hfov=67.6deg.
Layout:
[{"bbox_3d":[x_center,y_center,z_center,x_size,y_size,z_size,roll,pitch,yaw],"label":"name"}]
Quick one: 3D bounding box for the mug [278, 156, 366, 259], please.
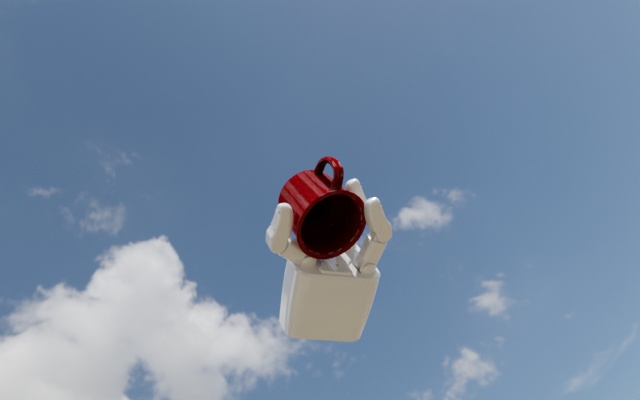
[{"bbox_3d":[0.000,0.001,0.587,0.093,0.117,0.081,-1,27,-28],"label":"mug"}]
